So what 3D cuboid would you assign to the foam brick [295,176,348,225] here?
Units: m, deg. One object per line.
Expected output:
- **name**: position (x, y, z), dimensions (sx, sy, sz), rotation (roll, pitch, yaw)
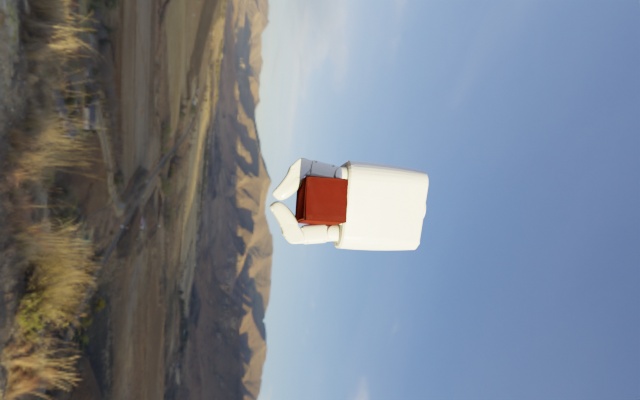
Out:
- **foam brick**: position (0.000, 0.002, 0.584), dimensions (0.051, 0.053, 0.078), rotation (5, -6, -10)
